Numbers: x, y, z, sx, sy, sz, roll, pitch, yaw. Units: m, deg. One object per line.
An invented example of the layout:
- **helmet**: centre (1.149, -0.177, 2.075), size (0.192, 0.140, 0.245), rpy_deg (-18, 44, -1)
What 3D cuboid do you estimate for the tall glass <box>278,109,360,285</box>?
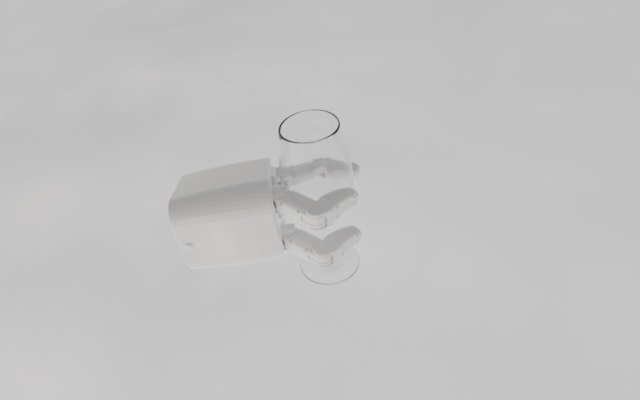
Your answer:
- **tall glass**: centre (0.000, 0.002, 0.532), size (0.079, 0.201, 0.079), rpy_deg (-5, 40, 4)
